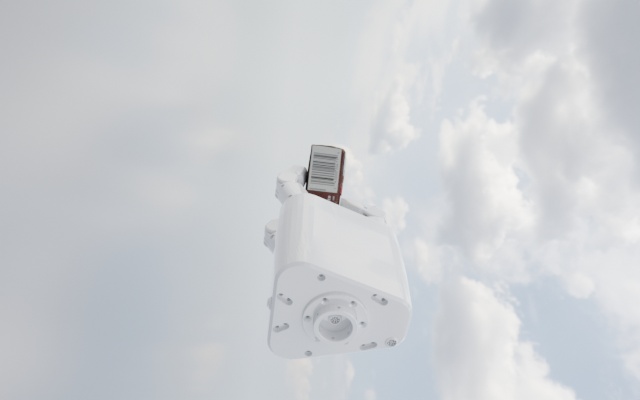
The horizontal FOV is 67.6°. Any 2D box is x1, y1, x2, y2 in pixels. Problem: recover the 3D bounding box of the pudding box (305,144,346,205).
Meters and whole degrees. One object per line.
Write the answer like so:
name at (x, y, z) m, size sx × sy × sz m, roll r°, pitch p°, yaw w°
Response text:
pudding box at (0.000, 0.002, 0.520) m, size 0.039 × 0.113 × 0.090 m, roll 8°, pitch -2°, yaw -3°
